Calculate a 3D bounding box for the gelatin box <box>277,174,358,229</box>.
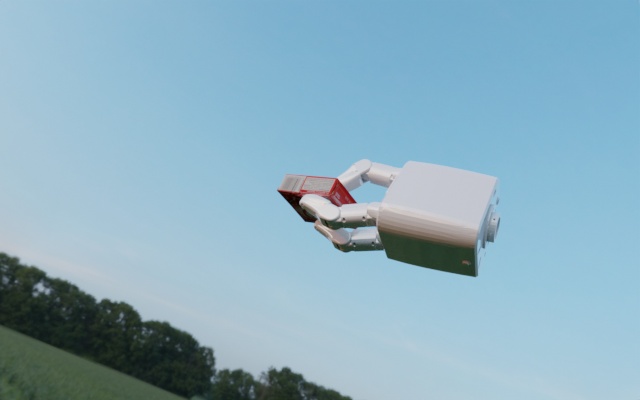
[{"bbox_3d":[0.000,0.002,0.601,0.089,0.030,0.073,7,-31,39],"label":"gelatin box"}]
